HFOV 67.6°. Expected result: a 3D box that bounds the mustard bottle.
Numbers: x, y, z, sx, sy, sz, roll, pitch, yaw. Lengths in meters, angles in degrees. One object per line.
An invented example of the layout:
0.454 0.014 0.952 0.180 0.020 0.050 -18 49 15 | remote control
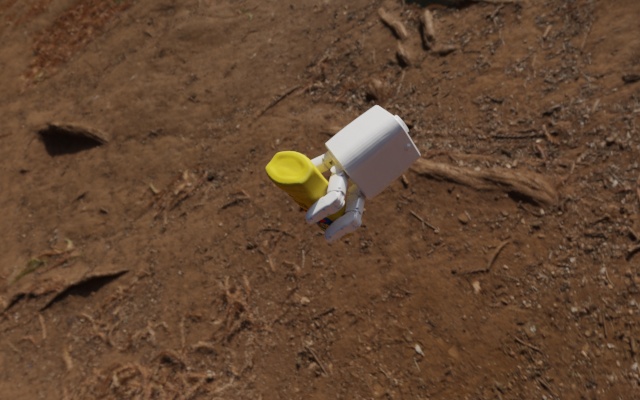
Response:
0.000 0.003 0.751 0.096 0.058 0.192 22 -18 45 | mustard bottle
